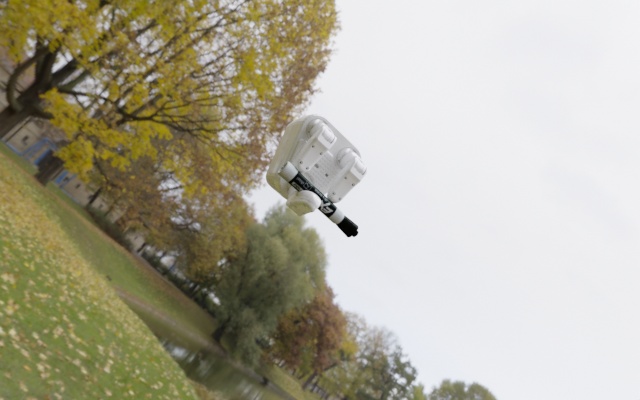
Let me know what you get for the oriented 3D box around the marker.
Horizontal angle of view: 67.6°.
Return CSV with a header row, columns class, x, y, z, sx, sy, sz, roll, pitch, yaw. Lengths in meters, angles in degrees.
class,x,y,z,sx,sy,sz,roll,pitch,yaw
marker,0.000,0.002,0.554,0.121,0.020,0.020,43,-15,-17
